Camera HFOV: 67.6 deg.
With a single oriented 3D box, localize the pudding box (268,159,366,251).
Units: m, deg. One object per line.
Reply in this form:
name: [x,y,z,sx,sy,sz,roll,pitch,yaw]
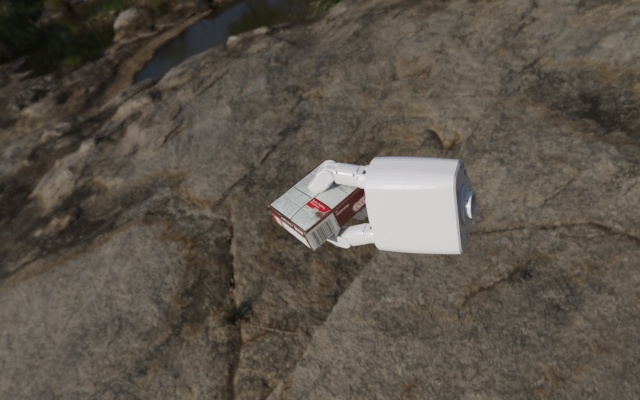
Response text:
pudding box: [0.000,0.002,0.642,0.113,0.039,0.090,-39,42,-18]
